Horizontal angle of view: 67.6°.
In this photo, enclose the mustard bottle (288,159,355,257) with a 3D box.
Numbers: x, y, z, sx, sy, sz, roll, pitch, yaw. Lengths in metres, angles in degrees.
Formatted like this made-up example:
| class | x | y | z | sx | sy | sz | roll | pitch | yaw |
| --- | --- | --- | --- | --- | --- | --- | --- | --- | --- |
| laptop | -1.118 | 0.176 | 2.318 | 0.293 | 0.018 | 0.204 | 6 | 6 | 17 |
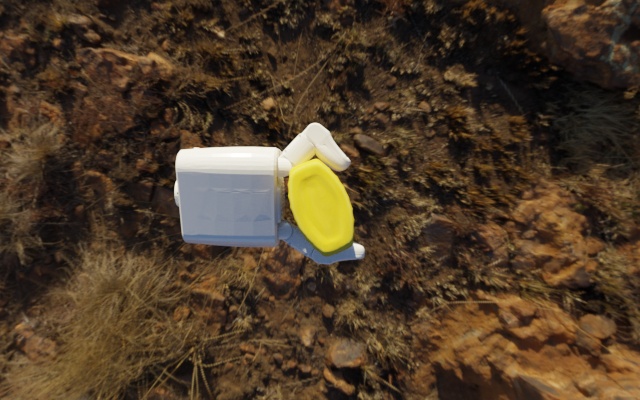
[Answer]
| class | x | y | z | sx | sy | sz | roll | pitch | yaw |
| --- | --- | --- | --- | --- | --- | --- | --- | --- | --- |
| mustard bottle | 0.000 | 0.002 | 0.556 | 0.058 | 0.096 | 0.191 | -24 | 4 | 1 |
